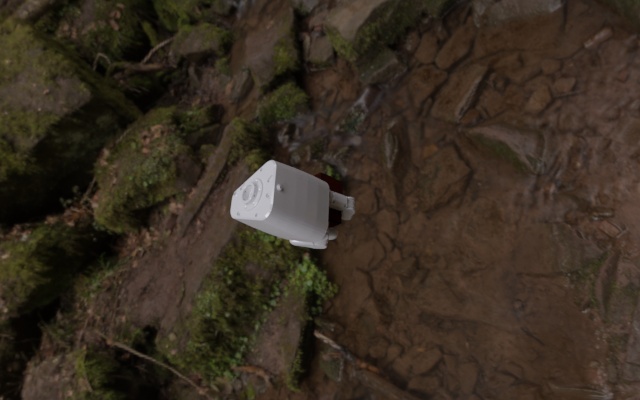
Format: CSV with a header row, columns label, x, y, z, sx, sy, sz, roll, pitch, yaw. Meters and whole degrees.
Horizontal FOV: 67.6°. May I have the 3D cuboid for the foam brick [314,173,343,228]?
label,x,y,z,sx,sy,sz,roll,pitch,yaw
foam brick,0.000,0.002,0.779,0.051,0.078,0.053,23,-31,-37
